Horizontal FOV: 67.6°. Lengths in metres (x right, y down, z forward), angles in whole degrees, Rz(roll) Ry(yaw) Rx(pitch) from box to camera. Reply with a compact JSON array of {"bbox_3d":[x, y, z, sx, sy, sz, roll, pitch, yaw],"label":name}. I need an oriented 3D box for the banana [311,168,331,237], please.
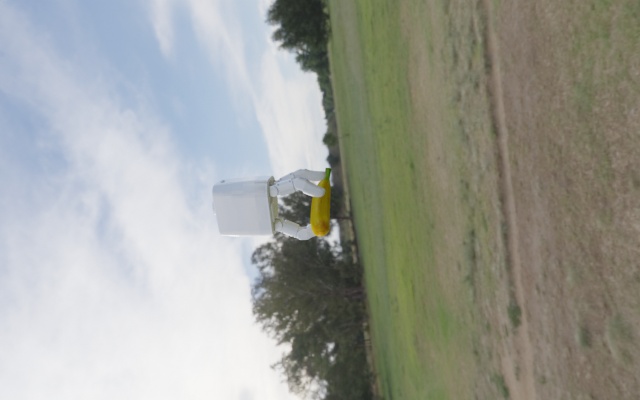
[{"bbox_3d":[0.000,0.016,0.898,0.037,0.070,0.197,2,36,1],"label":"banana"}]
